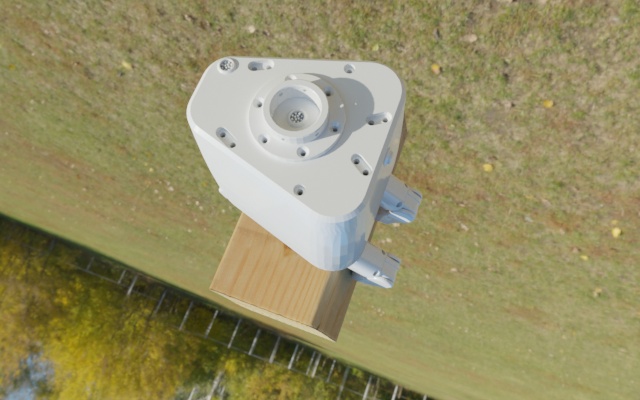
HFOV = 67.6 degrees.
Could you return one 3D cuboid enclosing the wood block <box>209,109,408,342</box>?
[{"bbox_3d":[0.000,0.001,0.410,0.091,0.206,0.090,16,-18,19],"label":"wood block"}]
